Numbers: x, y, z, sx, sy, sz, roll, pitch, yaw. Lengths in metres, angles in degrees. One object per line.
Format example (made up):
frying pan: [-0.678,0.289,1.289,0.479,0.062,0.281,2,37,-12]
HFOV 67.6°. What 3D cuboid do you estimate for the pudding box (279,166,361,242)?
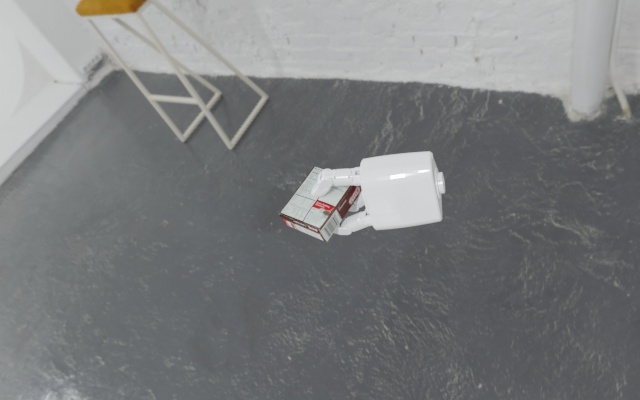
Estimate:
pudding box: [0.000,0.002,0.789,0.090,0.113,0.039,20,-28,35]
